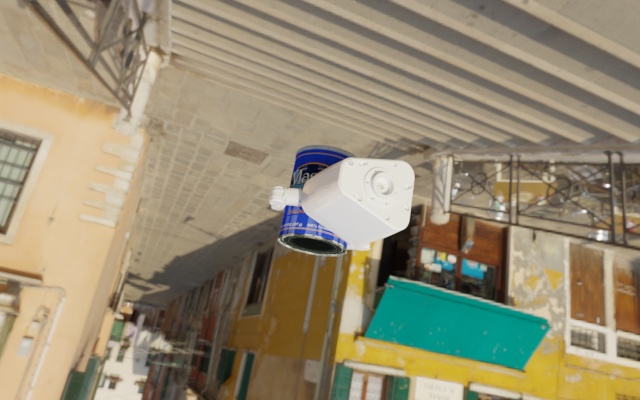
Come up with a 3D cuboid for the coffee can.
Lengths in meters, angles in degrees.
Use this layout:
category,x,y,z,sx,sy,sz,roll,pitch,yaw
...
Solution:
category,x,y,z,sx,sy,sz,roll,pitch,yaw
coffee can,0.000,0.002,0.715,0.103,0.140,0.103,10,-19,3
